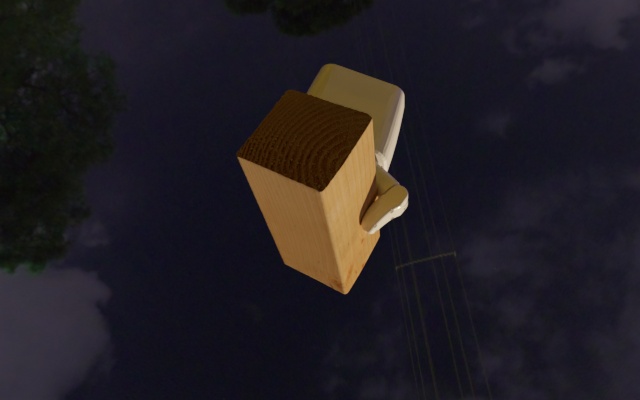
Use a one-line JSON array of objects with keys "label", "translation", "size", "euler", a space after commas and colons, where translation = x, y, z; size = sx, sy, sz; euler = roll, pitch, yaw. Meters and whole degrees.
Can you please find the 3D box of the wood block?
[{"label": "wood block", "translation": [0.001, 0.001, 0.490], "size": [0.091, 0.090, 0.206], "euler": [22, -27, 23]}]
